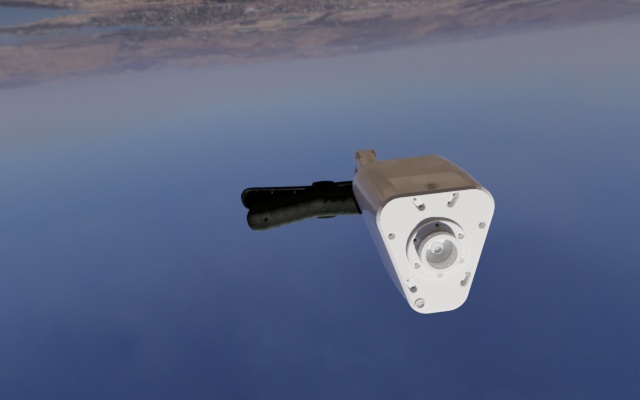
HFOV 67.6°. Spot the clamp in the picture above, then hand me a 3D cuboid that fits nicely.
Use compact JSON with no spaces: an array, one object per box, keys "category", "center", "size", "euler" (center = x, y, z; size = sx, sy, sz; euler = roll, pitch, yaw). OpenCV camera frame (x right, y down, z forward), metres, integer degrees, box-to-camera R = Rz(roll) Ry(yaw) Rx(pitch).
[{"category":"clamp","center":[0.000,0.002,0.485],"size":[0.171,0.039,0.120],"euler":[-7,18,-2]}]
